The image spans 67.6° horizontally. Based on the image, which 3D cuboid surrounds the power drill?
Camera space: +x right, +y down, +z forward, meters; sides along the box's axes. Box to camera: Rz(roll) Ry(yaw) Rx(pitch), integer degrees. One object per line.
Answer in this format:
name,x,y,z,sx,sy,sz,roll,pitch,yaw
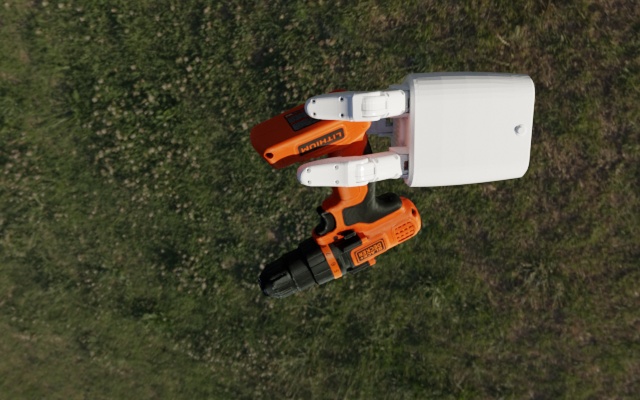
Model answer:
power drill,0.000,0.001,0.466,0.184,0.188,0.057,-27,39,-7
